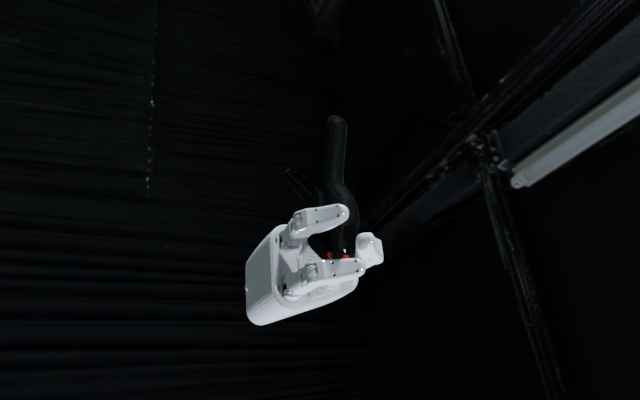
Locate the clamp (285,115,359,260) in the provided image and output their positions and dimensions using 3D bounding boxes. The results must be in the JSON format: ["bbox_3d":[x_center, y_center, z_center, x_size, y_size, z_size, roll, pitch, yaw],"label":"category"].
[{"bbox_3d":[0.001,0.002,0.547,0.039,0.171,0.120,8,-28,-26],"label":"clamp"}]
